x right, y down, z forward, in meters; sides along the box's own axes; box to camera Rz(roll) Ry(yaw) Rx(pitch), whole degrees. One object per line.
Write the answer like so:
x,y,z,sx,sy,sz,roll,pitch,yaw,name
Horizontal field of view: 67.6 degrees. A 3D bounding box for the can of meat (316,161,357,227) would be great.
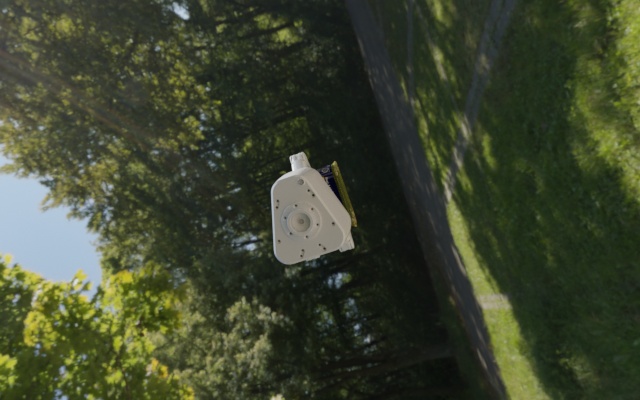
0.000,0.002,0.728,0.084,0.102,0.057,-19,9,7,can of meat
